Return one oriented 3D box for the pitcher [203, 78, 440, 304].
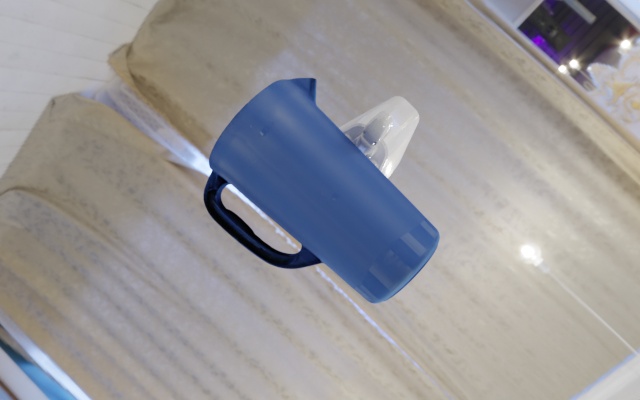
[{"bbox_3d":[0.000,0.002,0.523,0.145,0.243,0.149,-44,-4,-42],"label":"pitcher"}]
